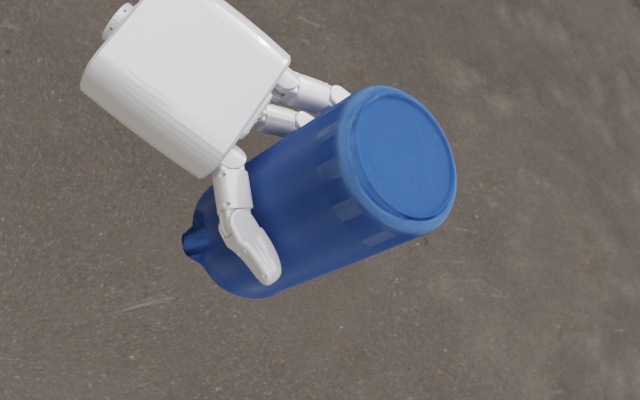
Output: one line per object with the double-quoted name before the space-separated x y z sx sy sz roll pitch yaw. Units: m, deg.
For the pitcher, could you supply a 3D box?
"pitcher" 0.000 0.001 0.416 0.145 0.149 0.243 39 -34 -18
